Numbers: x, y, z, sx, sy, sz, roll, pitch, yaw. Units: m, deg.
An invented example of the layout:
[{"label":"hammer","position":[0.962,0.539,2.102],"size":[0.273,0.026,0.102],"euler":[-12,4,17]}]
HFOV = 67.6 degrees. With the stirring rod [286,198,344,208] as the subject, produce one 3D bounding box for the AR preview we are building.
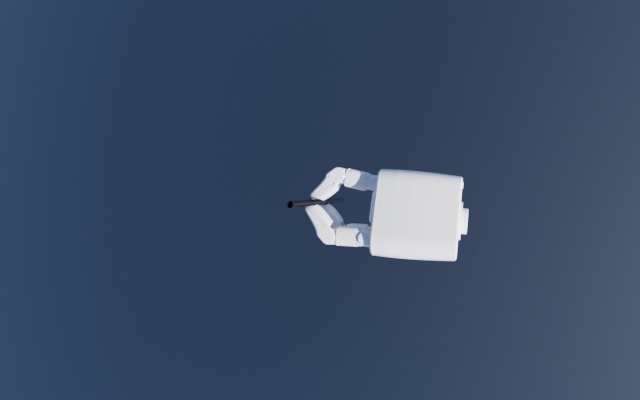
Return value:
[{"label":"stirring rod","position":[0.000,0.002,0.647],"size":[0.011,0.011,0.239],"euler":[0,1,17]}]
